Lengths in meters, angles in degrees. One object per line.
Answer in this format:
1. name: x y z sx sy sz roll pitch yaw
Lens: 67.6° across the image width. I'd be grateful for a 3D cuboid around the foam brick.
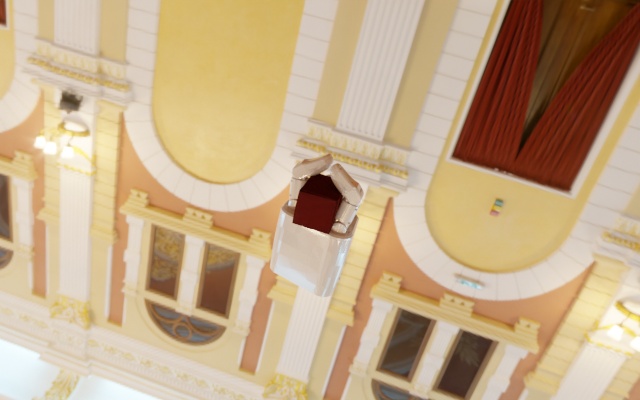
1. foam brick: 0.000 0.002 0.646 0.053 0.051 0.078 18 24 6
